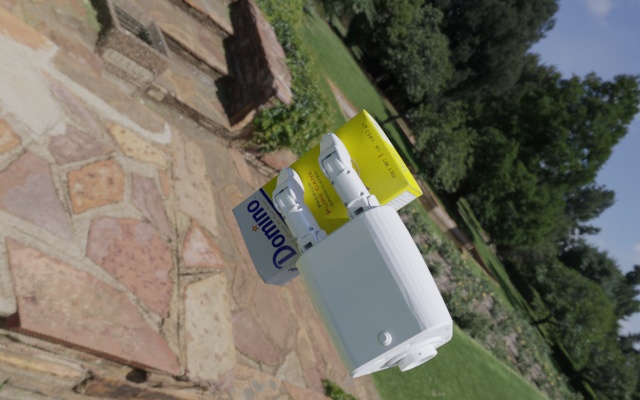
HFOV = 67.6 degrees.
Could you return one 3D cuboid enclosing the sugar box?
[{"bbox_3d":[0.000,0.001,0.473,0.176,0.093,0.048,-35,-25,16],"label":"sugar box"}]
